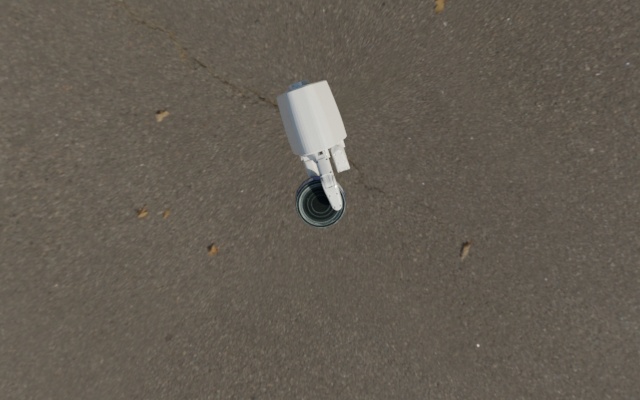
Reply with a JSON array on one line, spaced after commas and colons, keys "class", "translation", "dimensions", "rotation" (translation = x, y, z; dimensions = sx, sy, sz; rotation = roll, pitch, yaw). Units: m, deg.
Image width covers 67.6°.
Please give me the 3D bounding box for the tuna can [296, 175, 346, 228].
[{"class": "tuna can", "translation": [0.000, 0.003, 0.810], "dimensions": [0.086, 0.086, 0.033], "rotation": [0, 15, -2]}]
